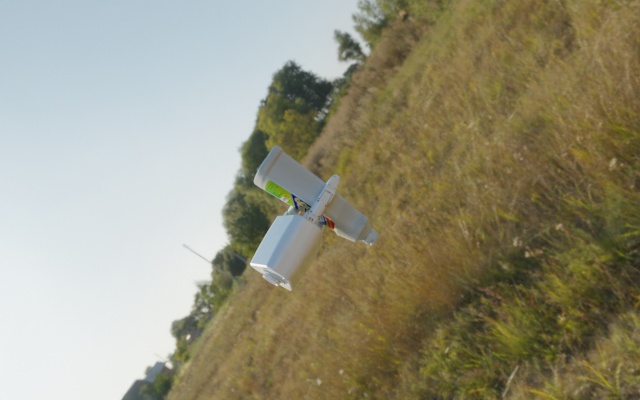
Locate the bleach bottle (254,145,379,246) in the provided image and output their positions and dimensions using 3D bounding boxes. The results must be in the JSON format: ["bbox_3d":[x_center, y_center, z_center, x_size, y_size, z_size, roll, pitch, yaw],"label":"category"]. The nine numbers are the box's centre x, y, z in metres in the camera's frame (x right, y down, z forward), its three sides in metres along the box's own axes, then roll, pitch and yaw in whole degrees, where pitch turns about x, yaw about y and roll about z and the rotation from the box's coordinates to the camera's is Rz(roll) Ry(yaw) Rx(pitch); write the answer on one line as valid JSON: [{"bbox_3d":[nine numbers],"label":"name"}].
[{"bbox_3d":[0.000,0.003,0.882,0.251,0.068,0.102,33,-20,-4],"label":"bleach bottle"}]
